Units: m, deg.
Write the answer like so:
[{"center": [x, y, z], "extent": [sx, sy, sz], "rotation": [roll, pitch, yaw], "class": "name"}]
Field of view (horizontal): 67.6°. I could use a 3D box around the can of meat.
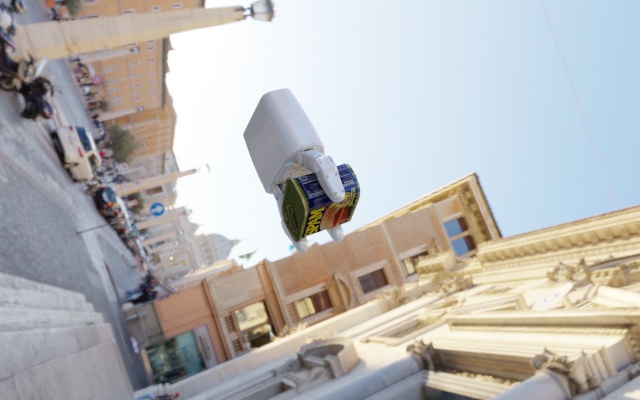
[{"center": [0.000, 0.002, 0.635], "extent": [0.084, 0.057, 0.102], "rotation": [-18, -28, -21], "class": "can of meat"}]
